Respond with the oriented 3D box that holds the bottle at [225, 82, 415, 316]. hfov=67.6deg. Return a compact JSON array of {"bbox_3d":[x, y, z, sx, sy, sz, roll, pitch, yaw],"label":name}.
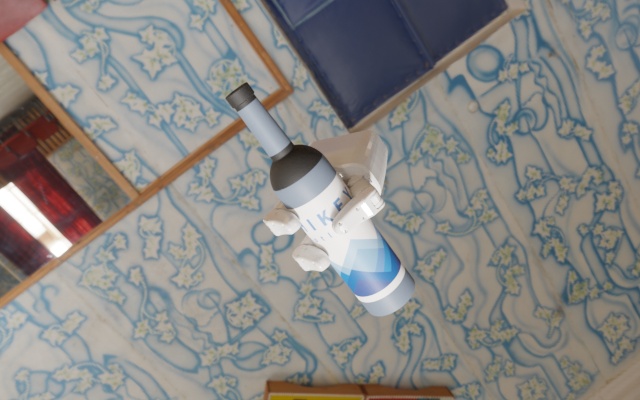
[{"bbox_3d":[0.000,0.002,0.520,0.069,0.296,0.069,-32,20,13],"label":"bottle"}]
